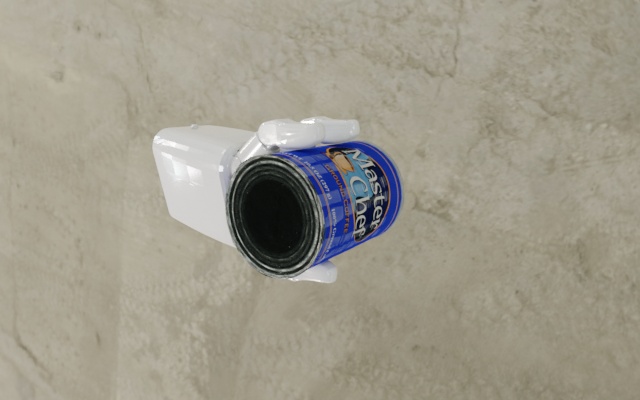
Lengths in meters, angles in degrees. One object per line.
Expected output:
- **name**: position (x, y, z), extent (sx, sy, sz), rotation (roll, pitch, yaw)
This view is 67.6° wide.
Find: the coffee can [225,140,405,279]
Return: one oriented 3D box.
- **coffee can**: position (0.000, 0.002, 0.435), extent (0.103, 0.103, 0.140), rotation (0, 10, 36)
